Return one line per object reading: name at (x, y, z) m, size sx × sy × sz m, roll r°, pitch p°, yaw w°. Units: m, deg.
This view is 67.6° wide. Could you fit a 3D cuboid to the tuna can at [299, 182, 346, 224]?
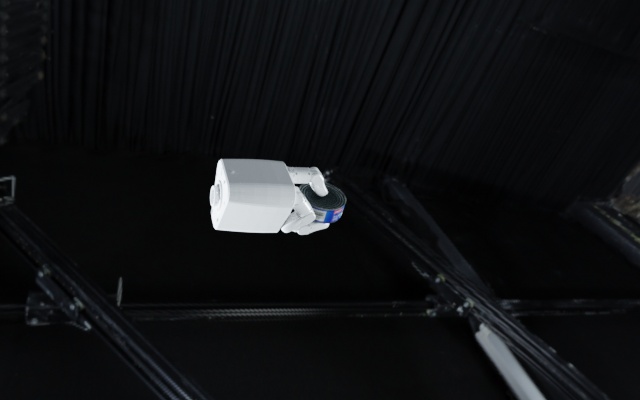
tuna can at (0.000, 0.003, 0.846) m, size 0.086 × 0.034 × 0.086 m, roll 11°, pitch 33°, yaw -8°
